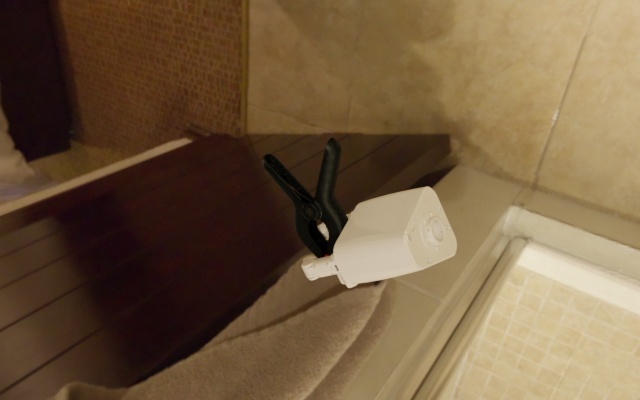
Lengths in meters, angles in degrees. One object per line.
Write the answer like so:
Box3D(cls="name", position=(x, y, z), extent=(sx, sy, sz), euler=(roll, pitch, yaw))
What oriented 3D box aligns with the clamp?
Box3D(cls="clamp", position=(0.000, 0.002, 0.620), extent=(0.120, 0.171, 0.039), euler=(-18, 11, 42))
